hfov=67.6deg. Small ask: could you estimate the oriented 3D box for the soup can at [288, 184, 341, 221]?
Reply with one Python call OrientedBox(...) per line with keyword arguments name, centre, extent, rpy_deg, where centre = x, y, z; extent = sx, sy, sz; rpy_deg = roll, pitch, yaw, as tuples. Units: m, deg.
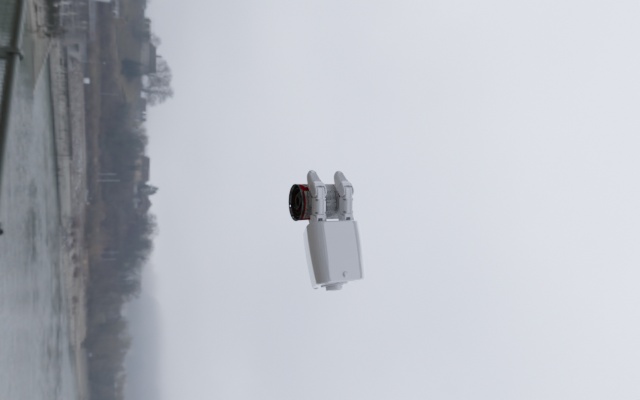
OrientedBox(name="soup can", centre=(0.000, 0.002, 0.880), extent=(0.102, 0.068, 0.068), rpy_deg=(-1, 0, -25))
